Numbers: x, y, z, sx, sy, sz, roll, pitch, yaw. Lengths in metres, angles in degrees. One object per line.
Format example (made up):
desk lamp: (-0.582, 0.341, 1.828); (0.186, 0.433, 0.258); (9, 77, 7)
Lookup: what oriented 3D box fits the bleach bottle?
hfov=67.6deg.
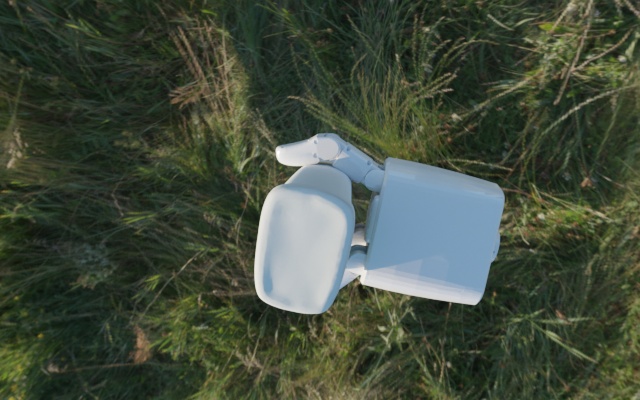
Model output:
bleach bottle: (0.000, 0.002, 0.457); (0.068, 0.103, 0.250); (12, 19, 3)
